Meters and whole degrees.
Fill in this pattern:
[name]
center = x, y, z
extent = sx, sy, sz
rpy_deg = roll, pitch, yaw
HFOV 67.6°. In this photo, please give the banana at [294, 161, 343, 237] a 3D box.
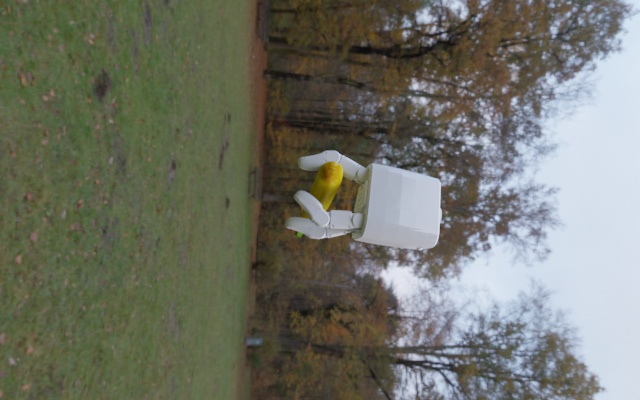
[banana]
center = 0.004, -0.011, 0.700
extent = 0.037, 0.069, 0.198
rpy_deg = 20, -32, -3
